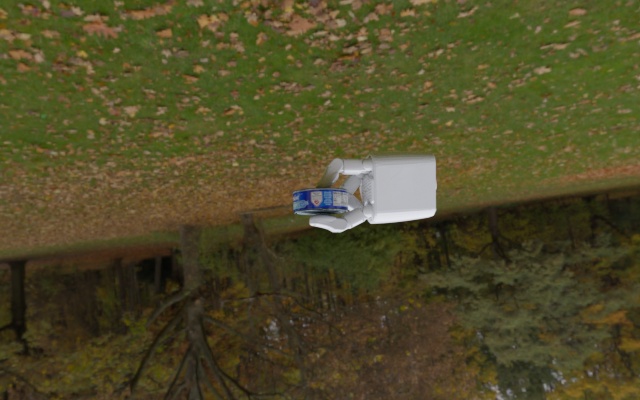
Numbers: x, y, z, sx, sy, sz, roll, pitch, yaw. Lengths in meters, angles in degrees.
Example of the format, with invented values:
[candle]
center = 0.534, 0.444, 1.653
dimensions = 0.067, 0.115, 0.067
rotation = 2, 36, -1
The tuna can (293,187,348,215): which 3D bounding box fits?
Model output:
[tuna can]
center = 0.000, 0.003, 0.738
dimensions = 0.086, 0.033, 0.086
rotation = -2, -7, 0
